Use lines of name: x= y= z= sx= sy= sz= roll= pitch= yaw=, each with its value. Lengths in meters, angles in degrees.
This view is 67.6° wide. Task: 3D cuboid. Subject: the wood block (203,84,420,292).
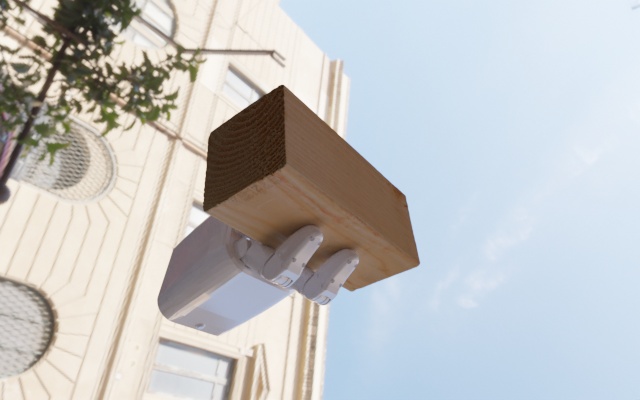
wood block: x=0.000 y=0.001 z=0.449 sx=0.090 sy=0.090 sz=0.206 roll=-27 pitch=-41 yaw=27
